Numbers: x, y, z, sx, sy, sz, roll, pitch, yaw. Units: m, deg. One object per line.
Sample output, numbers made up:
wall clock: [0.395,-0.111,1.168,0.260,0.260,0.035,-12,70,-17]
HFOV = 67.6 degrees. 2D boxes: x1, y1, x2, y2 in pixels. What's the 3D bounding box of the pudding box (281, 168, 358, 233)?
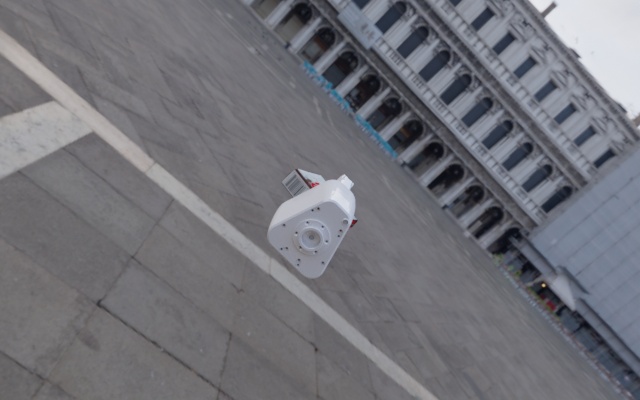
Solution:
pudding box: [0.000,0.002,0.776,0.039,0.113,0.090,-43,-21,16]
